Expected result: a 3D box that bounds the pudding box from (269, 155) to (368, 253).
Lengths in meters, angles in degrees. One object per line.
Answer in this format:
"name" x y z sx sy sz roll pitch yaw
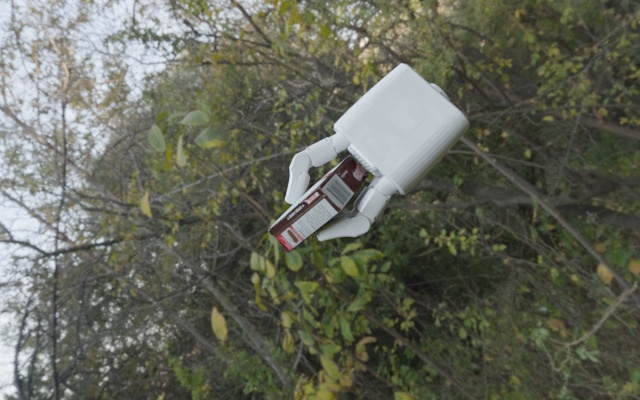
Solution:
"pudding box" 0.000 0.002 0.553 0.090 0.039 0.113 -41 2 30
